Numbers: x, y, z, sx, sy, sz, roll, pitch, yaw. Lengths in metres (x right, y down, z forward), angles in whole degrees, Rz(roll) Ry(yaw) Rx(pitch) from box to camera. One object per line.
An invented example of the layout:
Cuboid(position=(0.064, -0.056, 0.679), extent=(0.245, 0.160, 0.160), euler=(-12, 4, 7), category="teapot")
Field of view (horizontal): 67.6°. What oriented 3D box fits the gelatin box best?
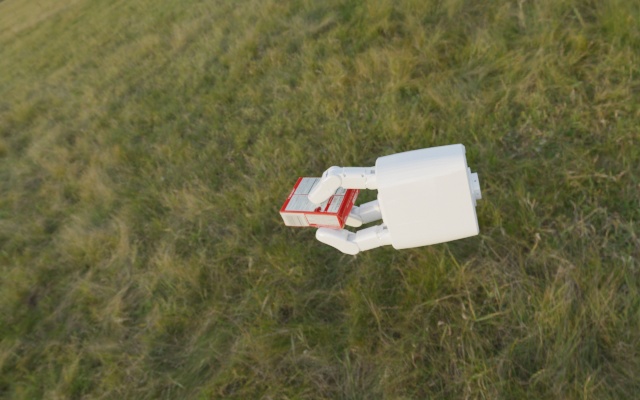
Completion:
Cuboid(position=(0.000, 0.002, 0.647), extent=(0.089, 0.030, 0.073), euler=(2, 44, 26), category="gelatin box")
